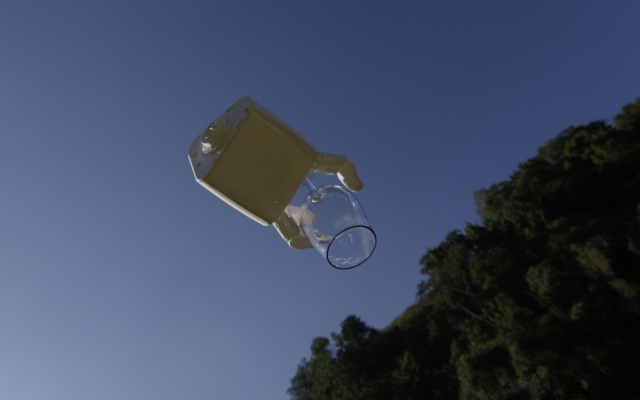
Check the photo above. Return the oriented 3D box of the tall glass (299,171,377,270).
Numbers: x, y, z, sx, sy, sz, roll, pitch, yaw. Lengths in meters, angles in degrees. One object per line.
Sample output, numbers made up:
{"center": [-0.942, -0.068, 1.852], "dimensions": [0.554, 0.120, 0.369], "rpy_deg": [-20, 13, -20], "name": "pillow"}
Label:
{"center": [0.000, 0.002, 0.612], "dimensions": [0.079, 0.079, 0.201], "rpy_deg": [0, 32, -25], "name": "tall glass"}
